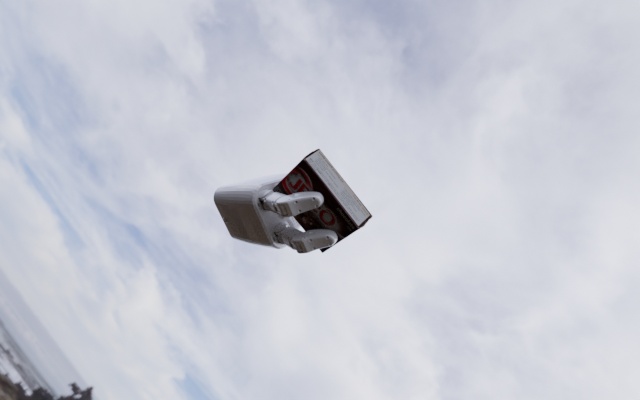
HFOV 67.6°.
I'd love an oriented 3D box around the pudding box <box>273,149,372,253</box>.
[{"bbox_3d":[0.000,0.002,0.619,0.039,0.113,0.090,-41,1,-39],"label":"pudding box"}]
